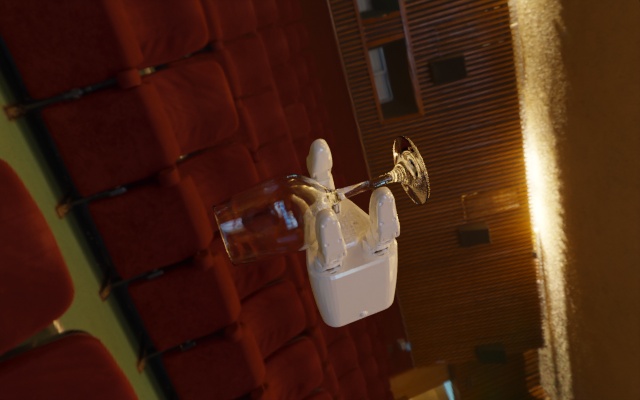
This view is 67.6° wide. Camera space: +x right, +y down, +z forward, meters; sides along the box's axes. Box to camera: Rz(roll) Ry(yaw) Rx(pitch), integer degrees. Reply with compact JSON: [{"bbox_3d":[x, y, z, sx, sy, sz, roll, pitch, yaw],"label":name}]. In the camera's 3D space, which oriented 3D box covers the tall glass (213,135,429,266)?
[{"bbox_3d":[0.001,0.001,0.472,0.201,0.079,0.079,-19,3,-10],"label":"tall glass"}]
